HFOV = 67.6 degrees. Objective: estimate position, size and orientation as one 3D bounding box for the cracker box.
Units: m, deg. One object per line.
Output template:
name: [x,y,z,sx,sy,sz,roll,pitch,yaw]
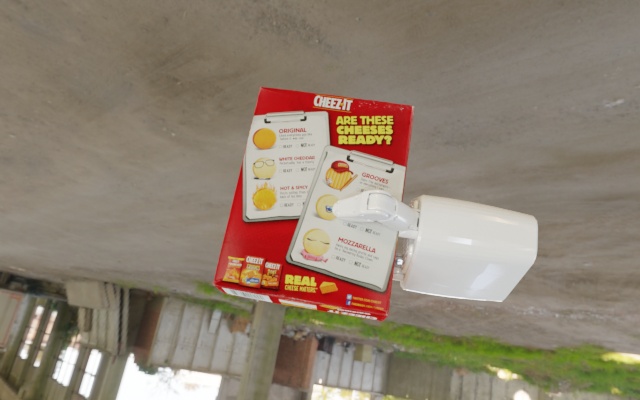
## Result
cracker box: [0.000,0.002,0.488,0.164,0.213,0.072,8,-19,5]
